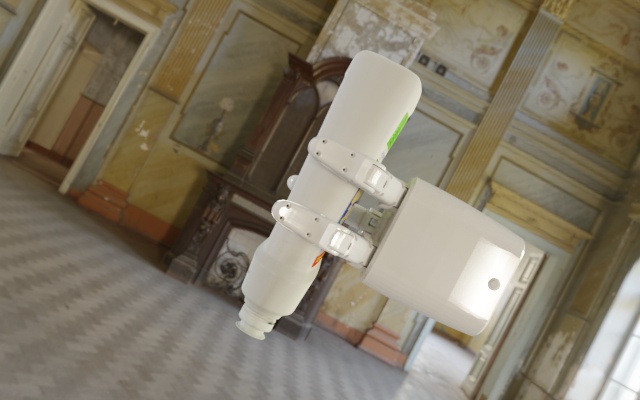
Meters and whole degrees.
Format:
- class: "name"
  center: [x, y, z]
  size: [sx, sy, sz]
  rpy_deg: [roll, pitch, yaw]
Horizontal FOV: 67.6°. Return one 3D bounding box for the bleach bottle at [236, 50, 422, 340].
- class: "bleach bottle"
  center: [0.000, 0.001, 0.419]
  size: [0.068, 0.251, 0.102]
  rpy_deg: [28, -2, 4]
